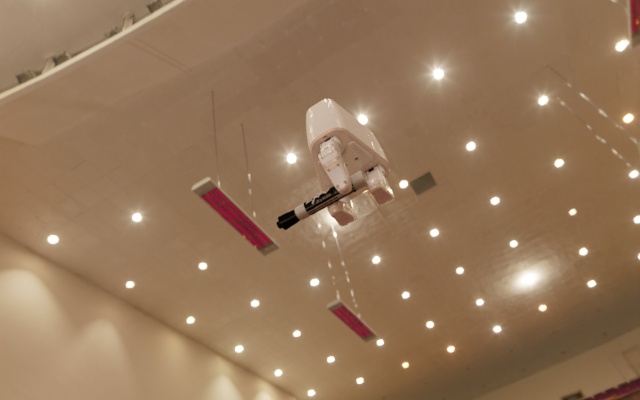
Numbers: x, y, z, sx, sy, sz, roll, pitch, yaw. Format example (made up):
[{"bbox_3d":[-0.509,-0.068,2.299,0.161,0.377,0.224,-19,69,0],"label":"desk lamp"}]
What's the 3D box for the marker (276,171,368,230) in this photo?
[{"bbox_3d":[0.000,0.002,0.569,0.121,0.020,0.020,-29,-7,12],"label":"marker"}]
